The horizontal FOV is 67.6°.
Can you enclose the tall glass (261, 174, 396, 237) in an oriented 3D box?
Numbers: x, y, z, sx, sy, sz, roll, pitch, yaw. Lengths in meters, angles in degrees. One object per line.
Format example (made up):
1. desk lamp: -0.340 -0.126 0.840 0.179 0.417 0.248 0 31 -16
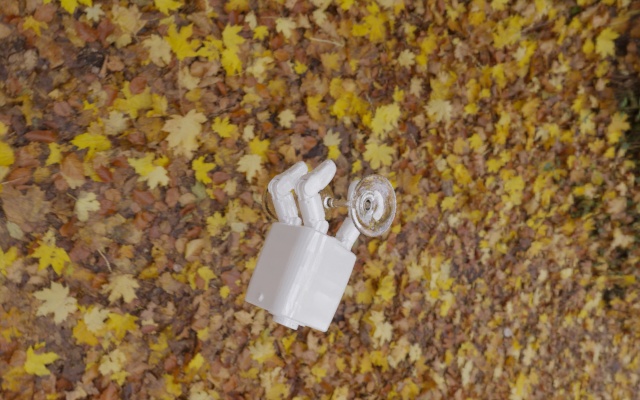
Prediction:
1. tall glass: 0.001 0.002 0.630 0.079 0.079 0.201 0 3 -39
